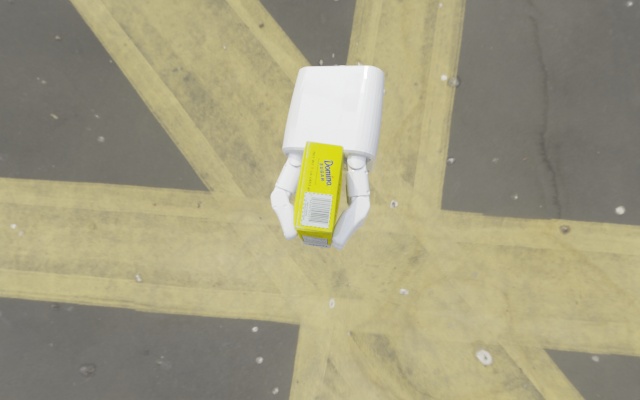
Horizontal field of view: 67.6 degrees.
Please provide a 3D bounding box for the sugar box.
[{"bbox_3d":[0.001,0.002,0.561,0.048,0.093,0.176,8,-9,5],"label":"sugar box"}]
